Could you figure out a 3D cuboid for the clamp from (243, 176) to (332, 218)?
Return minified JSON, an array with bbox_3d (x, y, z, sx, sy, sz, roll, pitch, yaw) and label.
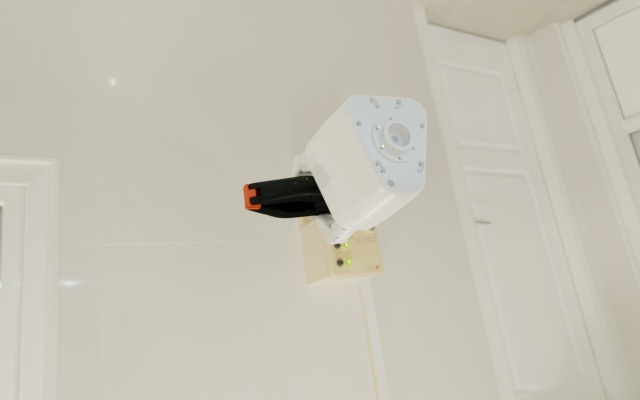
[{"bbox_3d":[0.000,0.003,0.614,0.210,0.036,0.165,-1,-21,-23],"label":"clamp"}]
